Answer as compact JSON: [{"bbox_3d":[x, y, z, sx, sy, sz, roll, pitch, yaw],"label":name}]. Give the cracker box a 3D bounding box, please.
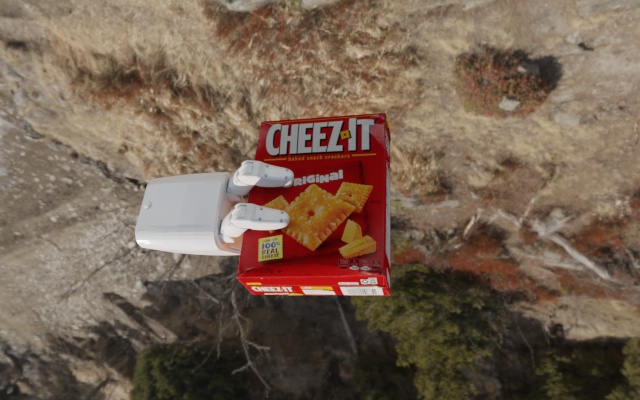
[{"bbox_3d":[0.000,0.002,0.570,0.164,0.213,0.072,-2,-28,11],"label":"cracker box"}]
